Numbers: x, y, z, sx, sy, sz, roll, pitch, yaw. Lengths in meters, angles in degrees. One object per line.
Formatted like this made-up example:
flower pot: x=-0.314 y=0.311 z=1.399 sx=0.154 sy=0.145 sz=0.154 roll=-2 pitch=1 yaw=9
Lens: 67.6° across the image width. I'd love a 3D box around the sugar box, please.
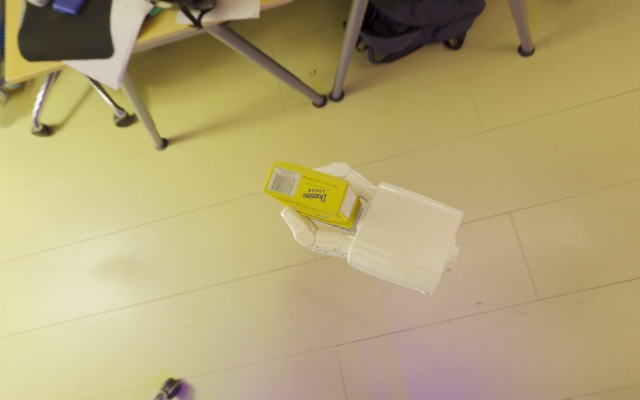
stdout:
sugar box: x=0.000 y=0.003 z=0.606 sx=0.093 sy=0.048 sz=0.176 roll=17 pitch=-10 yaw=15
